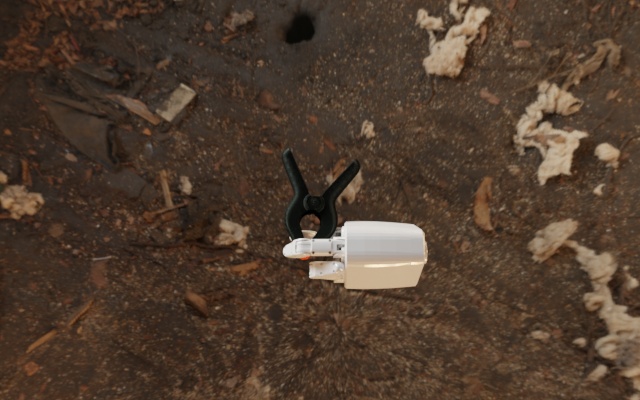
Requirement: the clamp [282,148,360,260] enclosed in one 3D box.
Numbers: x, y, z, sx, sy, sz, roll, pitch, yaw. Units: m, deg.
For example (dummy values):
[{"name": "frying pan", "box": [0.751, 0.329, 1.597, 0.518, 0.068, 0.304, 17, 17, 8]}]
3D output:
[{"name": "clamp", "box": [0.000, 0.002, 0.713, 0.120, 0.171, 0.039, 0, -15, 3]}]
